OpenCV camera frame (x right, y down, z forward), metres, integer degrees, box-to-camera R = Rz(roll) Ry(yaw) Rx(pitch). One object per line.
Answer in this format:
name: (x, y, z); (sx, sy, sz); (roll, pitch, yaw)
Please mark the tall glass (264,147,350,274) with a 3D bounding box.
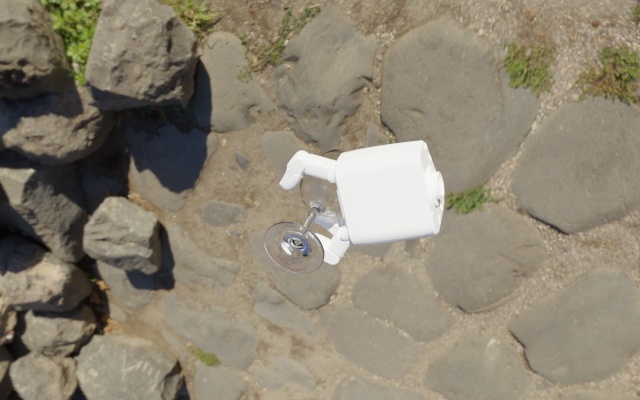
tall glass: (0.000, 0.002, 0.625); (0.079, 0.079, 0.201); (0, 33, 21)
